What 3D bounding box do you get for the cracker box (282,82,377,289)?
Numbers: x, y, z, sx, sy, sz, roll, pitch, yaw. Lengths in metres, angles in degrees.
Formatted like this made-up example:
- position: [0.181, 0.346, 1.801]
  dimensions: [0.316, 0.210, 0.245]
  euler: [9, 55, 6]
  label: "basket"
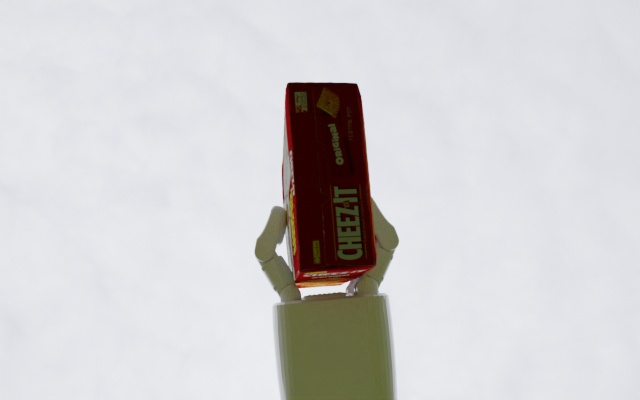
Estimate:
- position: [0.000, 0.002, 0.491]
  dimensions: [0.072, 0.164, 0.214]
  euler: [-3, -13, -7]
  label: "cracker box"
